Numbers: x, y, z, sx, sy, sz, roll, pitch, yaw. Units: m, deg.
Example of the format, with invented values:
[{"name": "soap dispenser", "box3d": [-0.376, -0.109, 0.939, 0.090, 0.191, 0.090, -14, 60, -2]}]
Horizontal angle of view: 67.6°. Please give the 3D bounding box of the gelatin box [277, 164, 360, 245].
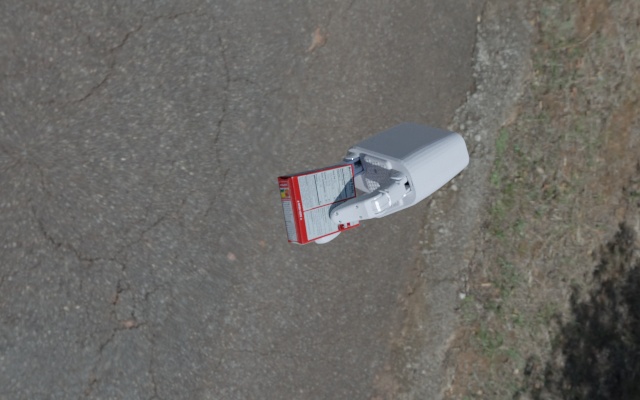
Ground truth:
[{"name": "gelatin box", "box3d": [0.000, 0.002, 0.528, 0.089, 0.073, 0.030, -15, 11, -38]}]
